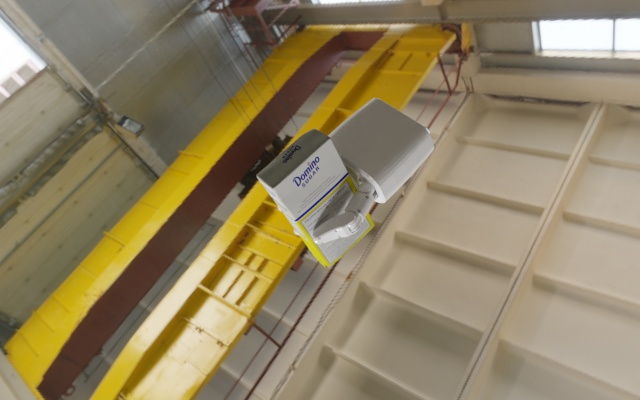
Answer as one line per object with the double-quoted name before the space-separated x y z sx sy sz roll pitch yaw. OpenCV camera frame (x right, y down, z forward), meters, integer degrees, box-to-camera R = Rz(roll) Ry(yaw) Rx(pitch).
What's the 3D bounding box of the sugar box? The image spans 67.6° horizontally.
"sugar box" 0.000 0.002 0.609 0.048 0.093 0.176 36 -16 46
